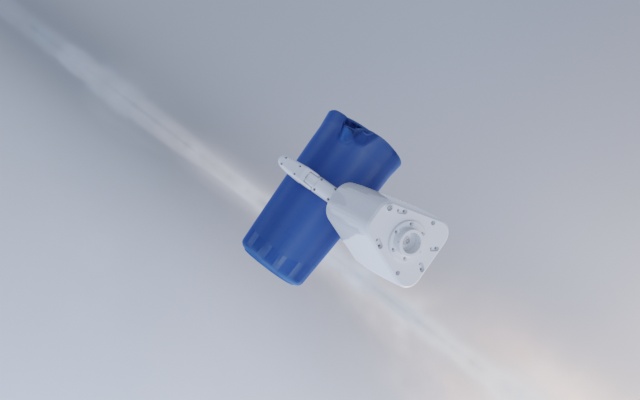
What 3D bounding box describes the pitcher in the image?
[{"bbox_3d":[0.000,0.002,0.710,0.149,0.243,0.145,40,-6,-27],"label":"pitcher"}]
